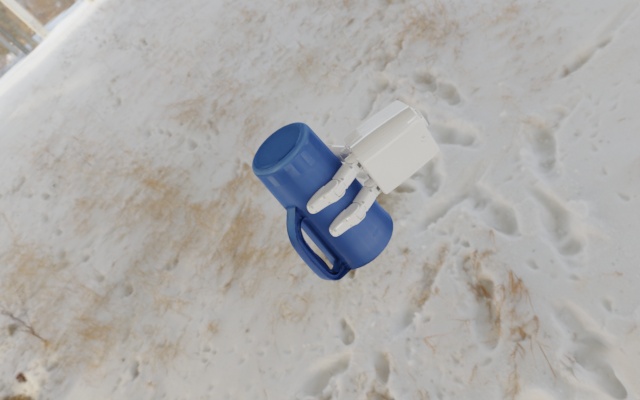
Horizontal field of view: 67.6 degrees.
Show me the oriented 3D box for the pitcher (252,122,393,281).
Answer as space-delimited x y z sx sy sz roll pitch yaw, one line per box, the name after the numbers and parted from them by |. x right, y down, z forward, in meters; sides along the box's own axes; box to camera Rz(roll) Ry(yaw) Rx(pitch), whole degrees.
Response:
0.000 0.002 0.763 0.145 0.243 0.149 -37 33 9 | pitcher
